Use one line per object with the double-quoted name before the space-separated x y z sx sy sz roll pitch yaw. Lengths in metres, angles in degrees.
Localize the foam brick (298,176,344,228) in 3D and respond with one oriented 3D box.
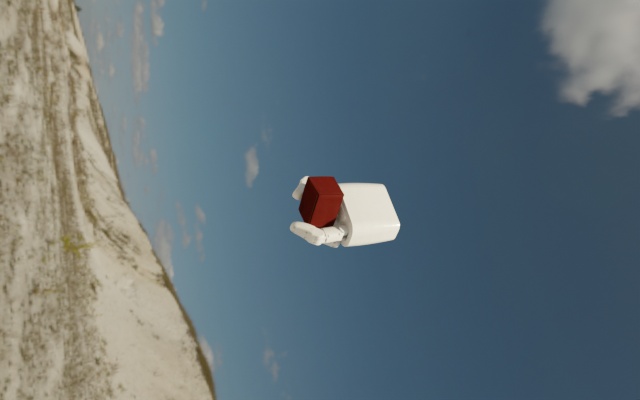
"foam brick" 0.000 0.003 0.832 0.051 0.078 0.053 -2 42 -25
